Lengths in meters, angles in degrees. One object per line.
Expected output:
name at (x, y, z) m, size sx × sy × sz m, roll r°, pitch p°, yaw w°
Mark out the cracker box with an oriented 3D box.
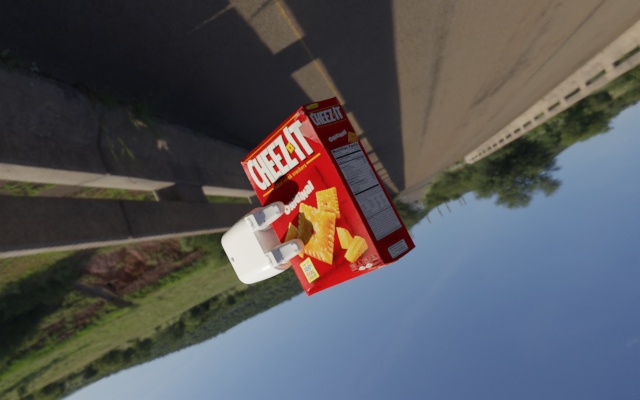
cracker box at (0.000, 0.002, 0.623) m, size 0.072 × 0.213 × 0.164 m, roll -24°, pitch -5°, yaw -43°
